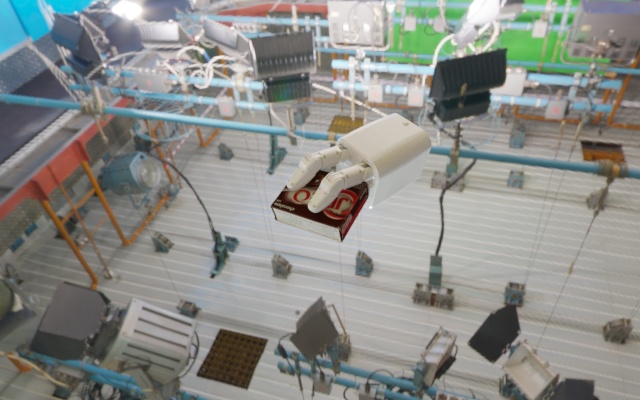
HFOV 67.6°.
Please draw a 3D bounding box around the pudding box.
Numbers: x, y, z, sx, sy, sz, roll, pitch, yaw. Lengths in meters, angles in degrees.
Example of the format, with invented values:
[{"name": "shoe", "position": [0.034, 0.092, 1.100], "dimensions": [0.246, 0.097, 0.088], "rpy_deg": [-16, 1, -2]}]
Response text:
[{"name": "pudding box", "position": [0.000, 0.002, 0.680], "dimensions": [0.113, 0.090, 0.039], "rpy_deg": [15, -38, 25]}]
